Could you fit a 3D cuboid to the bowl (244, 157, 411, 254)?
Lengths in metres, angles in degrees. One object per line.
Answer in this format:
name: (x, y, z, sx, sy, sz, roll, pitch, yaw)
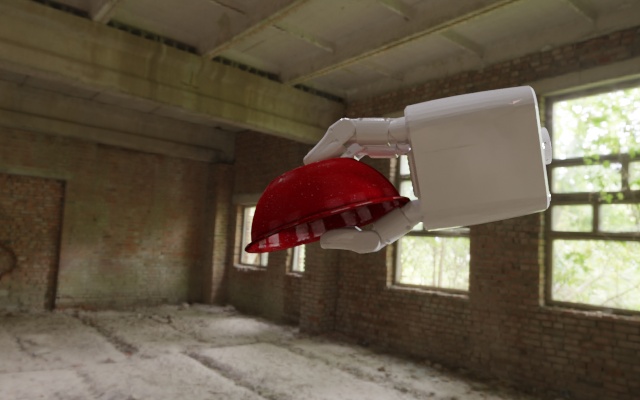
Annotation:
bowl: (-0.001, 0.001, 0.454, 0.162, 0.055, 0.162, -17, -11, -3)
